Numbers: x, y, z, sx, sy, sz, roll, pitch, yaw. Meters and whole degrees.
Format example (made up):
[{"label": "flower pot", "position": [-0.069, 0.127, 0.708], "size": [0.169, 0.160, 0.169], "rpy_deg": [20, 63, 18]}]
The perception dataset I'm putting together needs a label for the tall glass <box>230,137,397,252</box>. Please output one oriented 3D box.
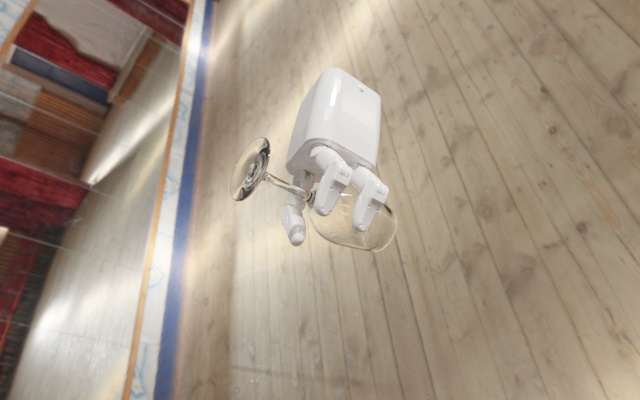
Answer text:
[{"label": "tall glass", "position": [-0.001, 0.002, 0.559], "size": [0.201, 0.079, 0.079], "rpy_deg": [26, -15, -33]}]
